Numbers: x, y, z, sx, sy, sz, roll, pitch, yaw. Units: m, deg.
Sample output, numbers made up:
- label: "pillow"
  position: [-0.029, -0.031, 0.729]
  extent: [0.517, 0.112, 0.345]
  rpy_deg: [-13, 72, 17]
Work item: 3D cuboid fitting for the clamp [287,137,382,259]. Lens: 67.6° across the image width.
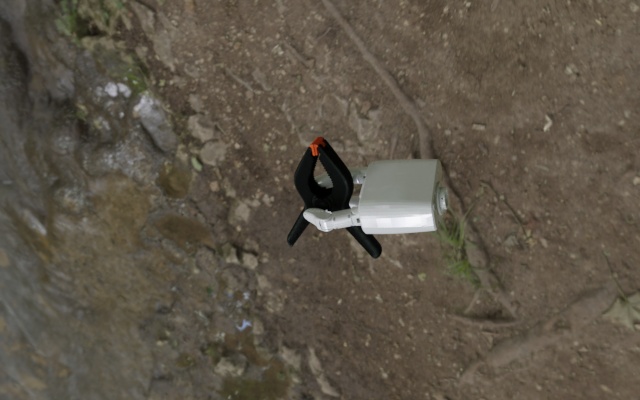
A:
- label: "clamp"
  position: [0.000, 0.002, 0.746]
  extent: [0.164, 0.210, 0.036]
  rpy_deg: [-2, 32, 25]
